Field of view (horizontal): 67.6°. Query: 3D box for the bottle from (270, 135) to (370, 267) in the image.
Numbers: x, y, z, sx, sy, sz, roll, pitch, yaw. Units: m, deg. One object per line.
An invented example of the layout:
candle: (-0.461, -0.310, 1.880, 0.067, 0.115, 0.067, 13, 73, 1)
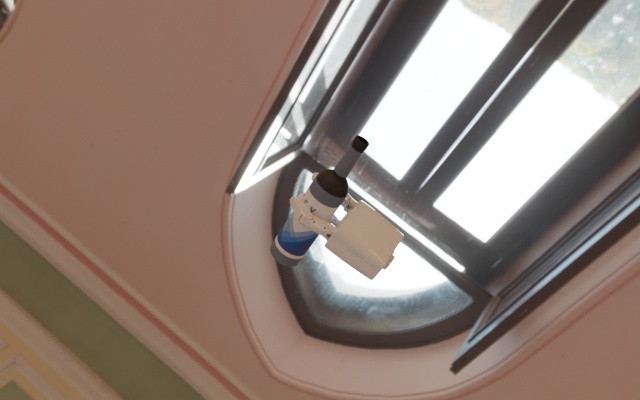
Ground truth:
bottle: (0.000, 0.003, 0.875, 0.069, 0.296, 0.069, 24, 33, -17)
